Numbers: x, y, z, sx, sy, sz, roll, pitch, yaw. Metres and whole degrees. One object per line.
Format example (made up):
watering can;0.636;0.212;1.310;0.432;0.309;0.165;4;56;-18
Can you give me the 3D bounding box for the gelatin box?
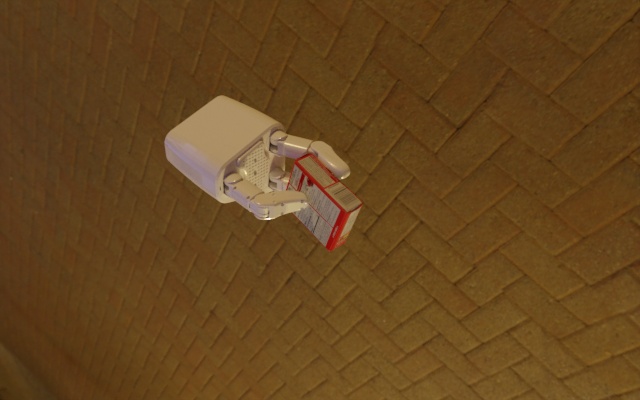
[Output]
gelatin box;0.000;0.002;0.539;0.030;0.089;0.073;-29;-27;-35
